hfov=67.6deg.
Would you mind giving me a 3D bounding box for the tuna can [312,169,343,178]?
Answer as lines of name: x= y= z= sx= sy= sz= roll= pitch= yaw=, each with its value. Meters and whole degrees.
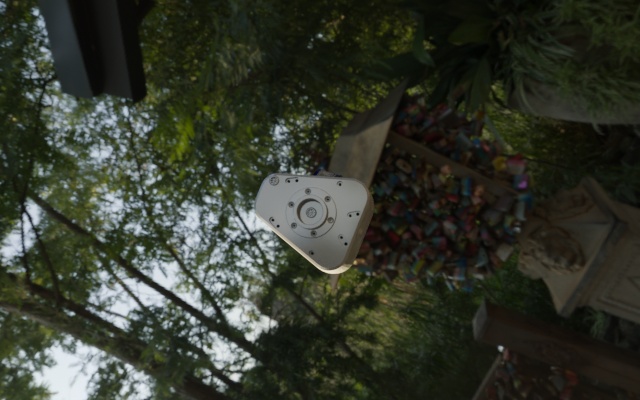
tuna can: x=0.000 y=0.002 z=0.642 sx=0.034 sy=0.086 sz=0.086 roll=18 pitch=4 yaw=11
